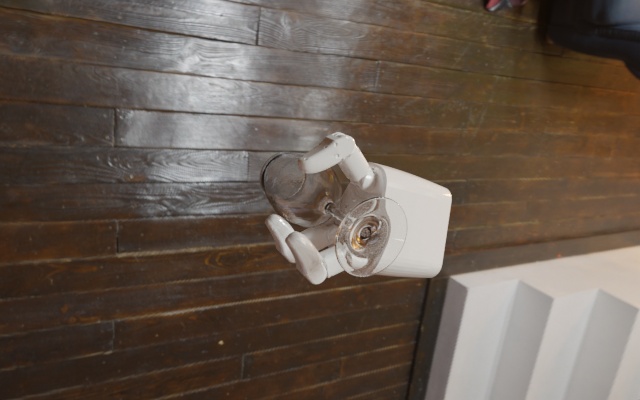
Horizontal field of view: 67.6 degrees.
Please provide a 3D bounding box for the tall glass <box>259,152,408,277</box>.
[{"bbox_3d":[0.000,0.002,0.494,0.079,0.079,0.201,0,18,-29],"label":"tall glass"}]
